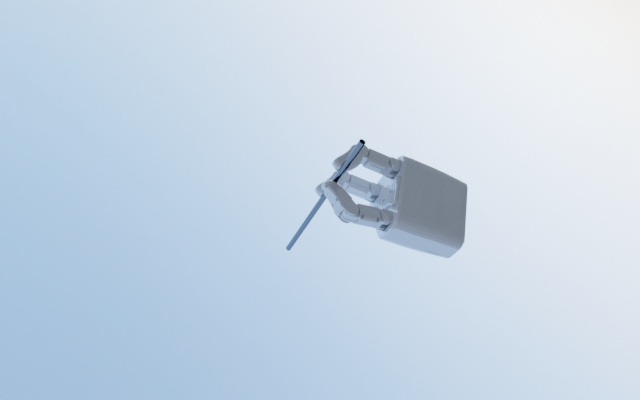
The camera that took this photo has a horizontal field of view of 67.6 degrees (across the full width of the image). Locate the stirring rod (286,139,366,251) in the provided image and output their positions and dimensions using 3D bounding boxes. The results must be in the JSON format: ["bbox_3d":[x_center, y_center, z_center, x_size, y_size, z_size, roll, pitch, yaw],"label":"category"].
[{"bbox_3d":[0.000,0.002,0.641,0.011,0.011,0.240,0,-36,-30],"label":"stirring rod"}]
